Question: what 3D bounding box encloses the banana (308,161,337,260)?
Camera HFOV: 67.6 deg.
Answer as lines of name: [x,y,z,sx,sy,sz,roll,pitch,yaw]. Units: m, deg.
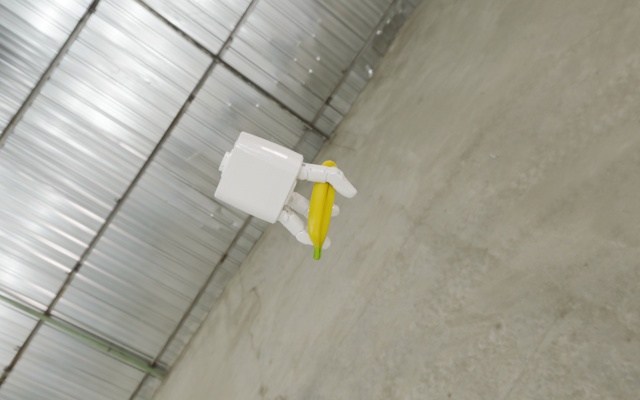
banana: [0.003,-0.005,0.781,0.037,0.197,0.070,14,-36,-3]
